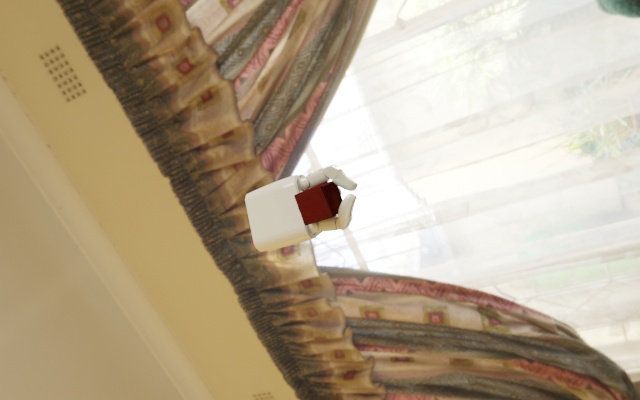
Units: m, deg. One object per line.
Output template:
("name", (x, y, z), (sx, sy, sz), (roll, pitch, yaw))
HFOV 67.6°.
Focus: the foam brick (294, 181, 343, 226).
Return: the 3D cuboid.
("foam brick", (0.000, 0.002, 0.774), (0.051, 0.053, 0.078), (-18, 4, 20))
